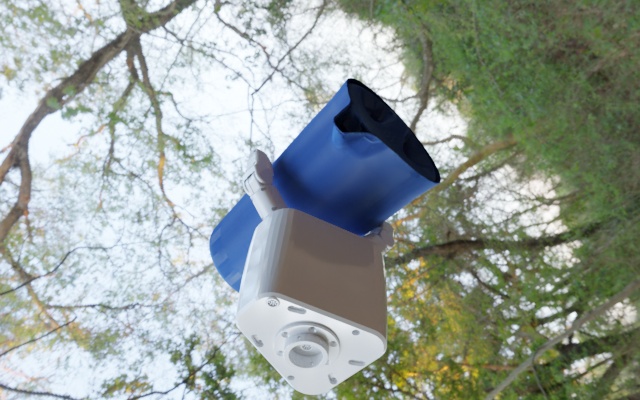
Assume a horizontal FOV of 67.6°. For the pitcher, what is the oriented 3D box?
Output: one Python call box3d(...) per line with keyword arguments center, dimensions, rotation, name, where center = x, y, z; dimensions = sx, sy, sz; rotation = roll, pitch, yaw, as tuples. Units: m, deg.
box3d(center=(0.000, 0.002, 0.514), dimensions=(0.149, 0.243, 0.145), rotation=(39, 26, -21), name="pitcher")
